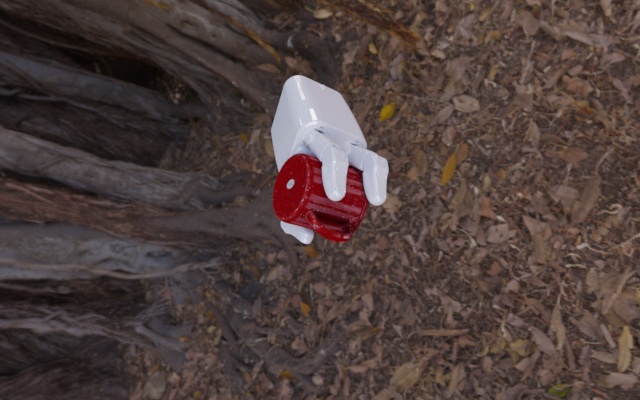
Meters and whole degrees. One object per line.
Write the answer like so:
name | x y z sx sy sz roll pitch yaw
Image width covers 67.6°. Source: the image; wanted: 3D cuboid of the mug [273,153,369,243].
mug | 0.000 0.003 0.549 0.081 0.117 0.093 16 -52 -33
